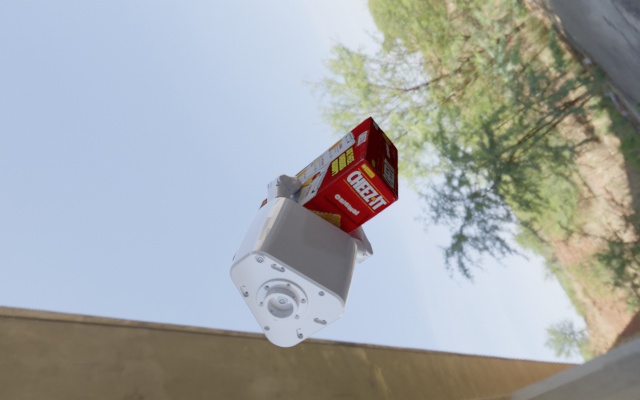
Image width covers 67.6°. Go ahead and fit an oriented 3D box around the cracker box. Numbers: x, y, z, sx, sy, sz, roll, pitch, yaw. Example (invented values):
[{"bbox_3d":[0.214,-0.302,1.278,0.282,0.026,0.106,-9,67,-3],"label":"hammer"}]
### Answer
[{"bbox_3d":[0.000,0.002,0.622,0.214,0.072,0.164,-36,16,23],"label":"cracker box"}]
